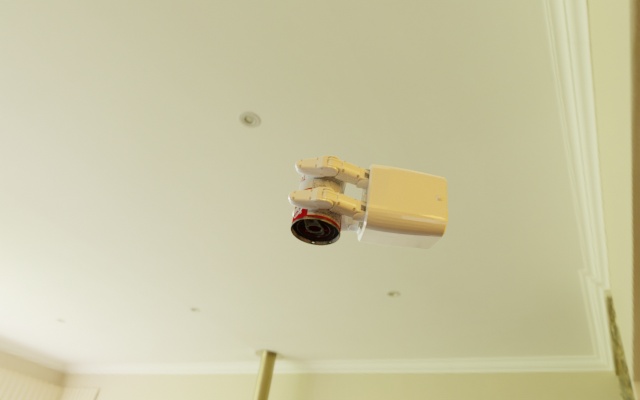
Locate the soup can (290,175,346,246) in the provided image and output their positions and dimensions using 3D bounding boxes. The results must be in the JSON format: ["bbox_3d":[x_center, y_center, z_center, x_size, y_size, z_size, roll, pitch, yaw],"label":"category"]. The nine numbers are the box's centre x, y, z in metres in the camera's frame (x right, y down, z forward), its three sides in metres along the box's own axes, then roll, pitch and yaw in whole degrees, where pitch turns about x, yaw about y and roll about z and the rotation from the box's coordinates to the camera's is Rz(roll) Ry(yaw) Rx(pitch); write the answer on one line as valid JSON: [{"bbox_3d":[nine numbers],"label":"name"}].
[{"bbox_3d":[0.000,0.002,0.670,0.068,0.102,0.069,7,-35,5],"label":"soup can"}]
